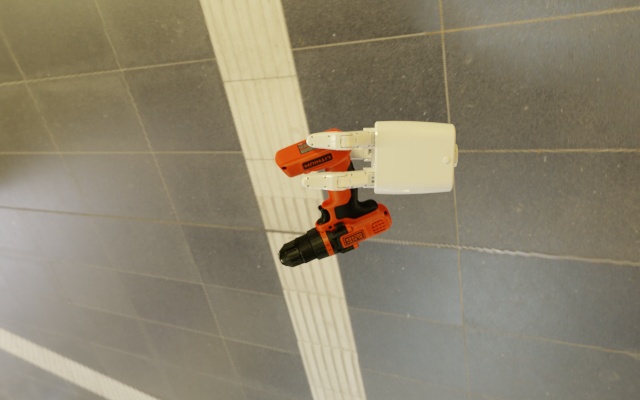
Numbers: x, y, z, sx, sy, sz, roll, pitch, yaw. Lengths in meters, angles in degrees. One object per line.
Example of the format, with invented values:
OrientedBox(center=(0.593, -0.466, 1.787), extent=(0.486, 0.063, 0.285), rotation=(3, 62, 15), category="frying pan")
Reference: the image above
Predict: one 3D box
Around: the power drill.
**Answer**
OrientedBox(center=(0.000, 0.002, 0.703), extent=(0.184, 0.188, 0.057), rotation=(-23, 34, -3), category="power drill")
